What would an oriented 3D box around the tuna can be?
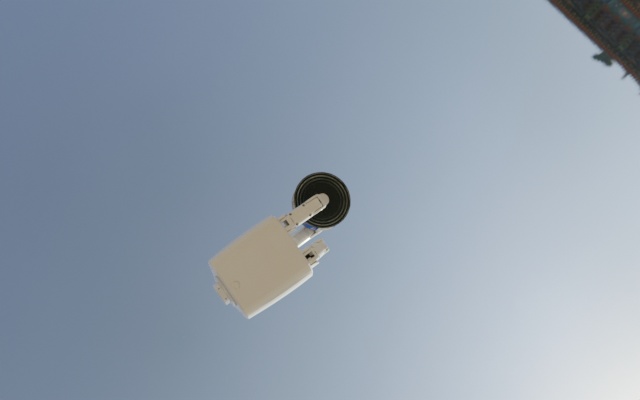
[{"bbox_3d":[0.000,0.002,0.721,0.086,0.086,0.034,0,-12,-11],"label":"tuna can"}]
